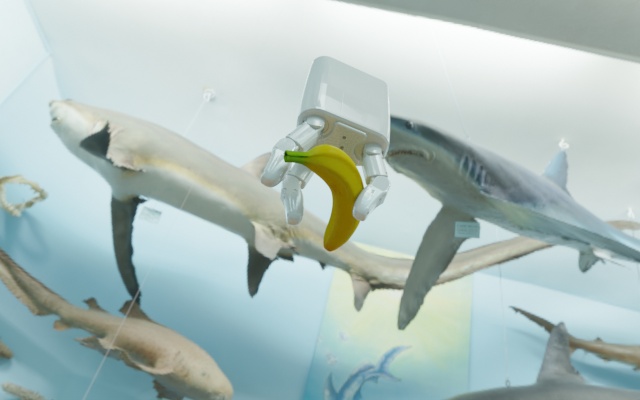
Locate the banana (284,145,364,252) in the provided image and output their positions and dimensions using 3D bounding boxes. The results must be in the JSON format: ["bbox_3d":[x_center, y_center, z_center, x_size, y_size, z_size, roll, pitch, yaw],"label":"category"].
[{"bbox_3d":[0.017,-0.003,0.546,0.069,0.037,0.198,-9,-38,10],"label":"banana"}]
